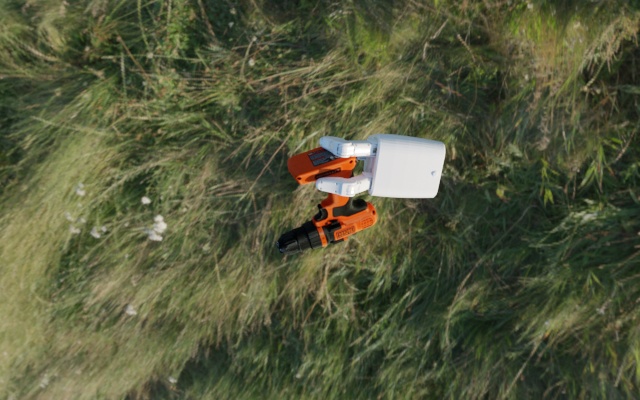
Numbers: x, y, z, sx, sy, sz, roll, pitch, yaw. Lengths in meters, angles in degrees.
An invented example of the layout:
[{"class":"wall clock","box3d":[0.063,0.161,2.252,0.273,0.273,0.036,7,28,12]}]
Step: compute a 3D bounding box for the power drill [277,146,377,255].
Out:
[{"class":"power drill","box3d":[0.000,0.002,0.794,0.184,0.188,0.057,-22,46,-9]}]
